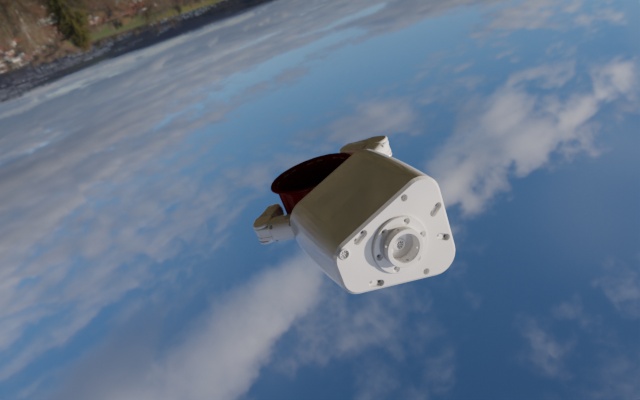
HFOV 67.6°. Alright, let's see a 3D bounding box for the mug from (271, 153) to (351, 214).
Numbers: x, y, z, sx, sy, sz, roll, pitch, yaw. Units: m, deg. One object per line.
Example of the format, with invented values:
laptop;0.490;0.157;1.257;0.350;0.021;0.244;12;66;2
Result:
mug;0.000;0.002;0.528;0.093;0.081;0.117;-26;22;-12
